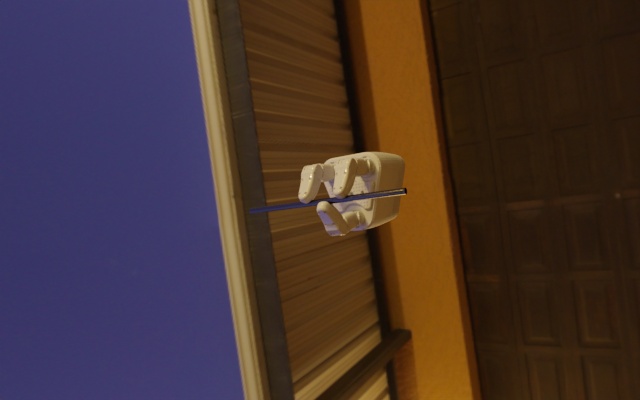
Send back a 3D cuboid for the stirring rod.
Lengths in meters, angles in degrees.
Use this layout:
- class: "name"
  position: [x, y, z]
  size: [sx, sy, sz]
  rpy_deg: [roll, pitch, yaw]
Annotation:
- class: "stirring rod"
  position: [0.000, 0.002, 0.629]
  size: [0.239, 0.011, 0.011]
  rpy_deg: [-7, -4, 32]
